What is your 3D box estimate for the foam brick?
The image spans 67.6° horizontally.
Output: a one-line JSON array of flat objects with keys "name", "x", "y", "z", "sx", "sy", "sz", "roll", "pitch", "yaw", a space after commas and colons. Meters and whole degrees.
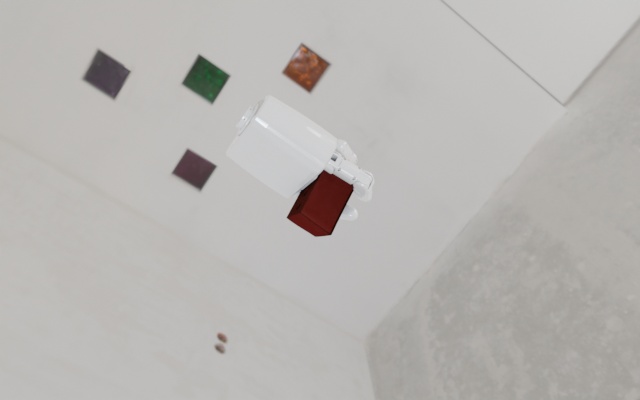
[{"name": "foam brick", "x": 0.000, "y": 0.002, "z": 0.631, "sx": 0.051, "sy": 0.078, "sz": 0.053, "roll": 34, "pitch": -21, "yaw": -17}]
